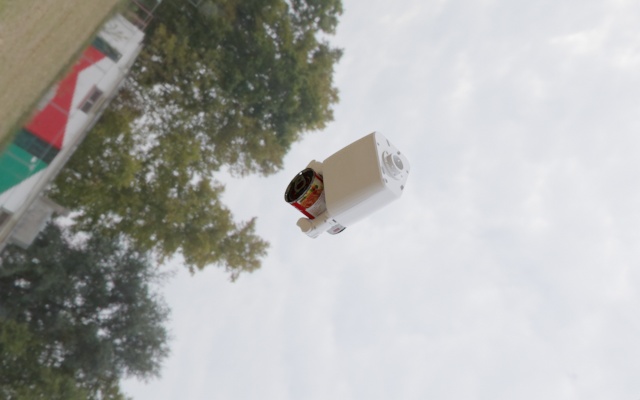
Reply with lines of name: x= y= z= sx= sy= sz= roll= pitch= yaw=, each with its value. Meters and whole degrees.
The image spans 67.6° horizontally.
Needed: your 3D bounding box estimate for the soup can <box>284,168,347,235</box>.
soup can: x=0.000 y=0.003 z=0.783 sx=0.102 sy=0.068 sz=0.068 roll=38 pitch=-21 yaw=-29
